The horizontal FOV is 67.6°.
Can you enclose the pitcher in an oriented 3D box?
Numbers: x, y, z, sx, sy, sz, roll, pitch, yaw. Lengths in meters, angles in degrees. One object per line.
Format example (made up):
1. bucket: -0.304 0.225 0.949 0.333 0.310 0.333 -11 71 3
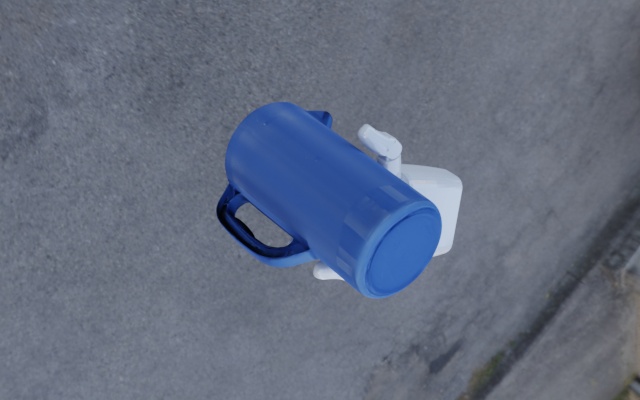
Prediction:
1. pitcher: 0.000 0.002 0.514 0.145 0.149 0.242 -2 29 -39
